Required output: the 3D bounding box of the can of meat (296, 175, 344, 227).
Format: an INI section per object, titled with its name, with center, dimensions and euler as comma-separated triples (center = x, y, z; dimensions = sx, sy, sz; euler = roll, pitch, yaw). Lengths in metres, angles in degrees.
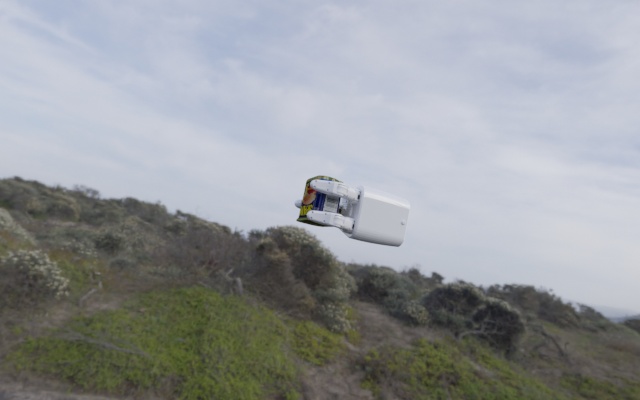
[can of meat]
center = 0.000, 0.003, 0.889
dimensions = 0.057, 0.084, 0.102
euler = 14, -8, -19
